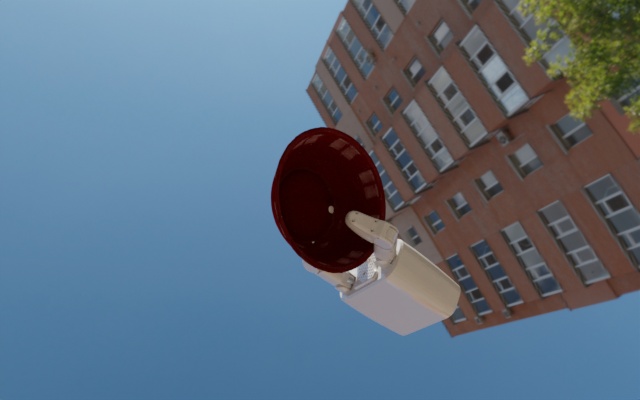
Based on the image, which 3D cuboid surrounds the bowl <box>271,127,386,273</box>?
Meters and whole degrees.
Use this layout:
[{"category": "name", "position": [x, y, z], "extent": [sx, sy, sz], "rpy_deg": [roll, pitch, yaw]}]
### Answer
[{"category": "bowl", "position": [-0.001, 0.001, 0.543], "extent": [0.162, 0.162, 0.055], "rpy_deg": [0, -8, -40]}]
